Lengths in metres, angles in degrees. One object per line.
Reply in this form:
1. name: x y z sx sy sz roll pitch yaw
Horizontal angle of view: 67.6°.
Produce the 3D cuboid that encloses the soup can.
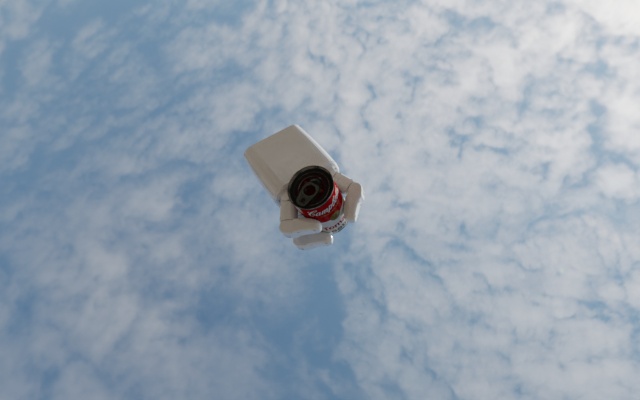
1. soup can: 0.001 0.003 0.701 0.068 0.068 0.102 0 -25 18
